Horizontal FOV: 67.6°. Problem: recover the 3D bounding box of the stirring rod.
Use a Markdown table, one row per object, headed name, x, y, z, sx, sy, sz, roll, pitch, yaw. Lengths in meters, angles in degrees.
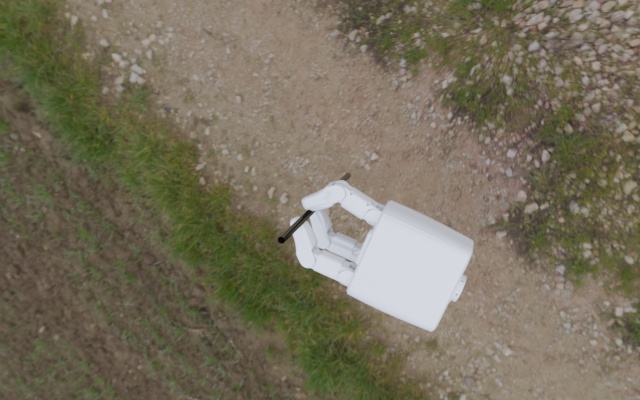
| name | x | y | z | sx | sy | sz | roll | pitch | yaw |
| --- | --- | --- | --- | --- | --- | --- | --- | --- | --- |
| stirring rod | 0.000 | 0.002 | 0.596 | 0.011 | 0.011 | 0.239 | 0 | 19 | 21 |
